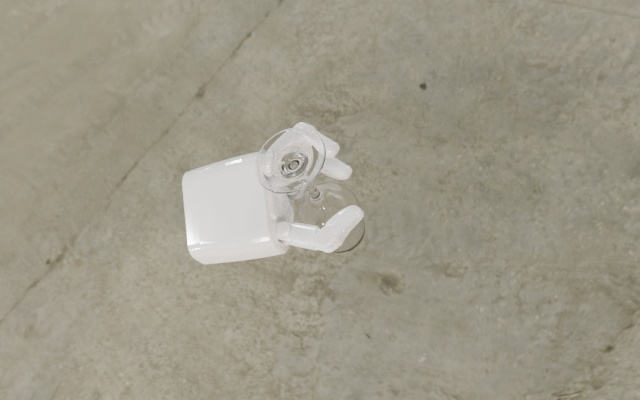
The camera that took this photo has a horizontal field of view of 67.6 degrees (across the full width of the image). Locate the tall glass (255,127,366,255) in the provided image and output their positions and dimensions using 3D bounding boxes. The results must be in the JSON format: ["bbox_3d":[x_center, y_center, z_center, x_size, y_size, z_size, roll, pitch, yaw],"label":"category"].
[{"bbox_3d":[0.000,0.002,0.551,0.079,0.079,0.201,0,-25,20],"label":"tall glass"}]
